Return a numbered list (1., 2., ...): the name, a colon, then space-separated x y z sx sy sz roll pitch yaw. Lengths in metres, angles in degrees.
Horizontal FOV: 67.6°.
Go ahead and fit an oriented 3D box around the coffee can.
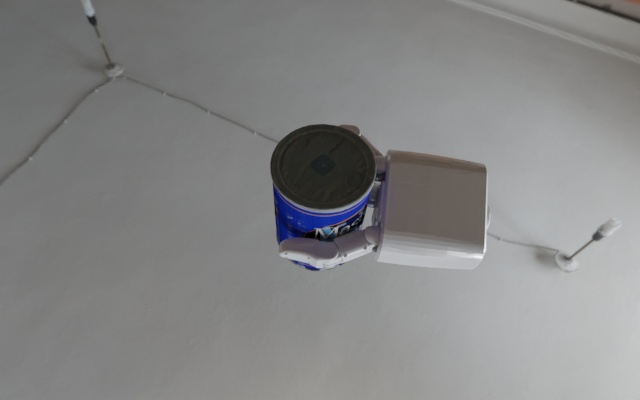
1. coffee can: 0.000 0.002 0.518 0.103 0.102 0.140 0 -32 -3
